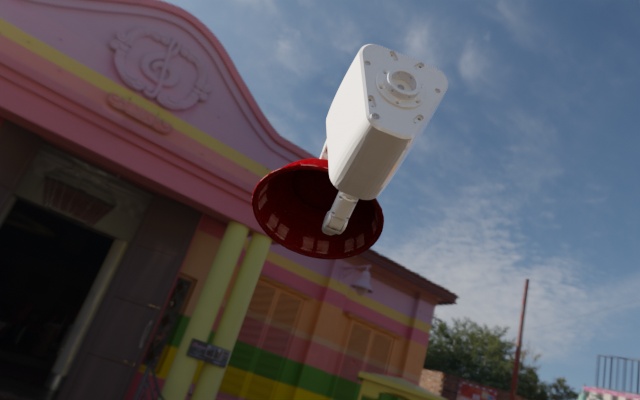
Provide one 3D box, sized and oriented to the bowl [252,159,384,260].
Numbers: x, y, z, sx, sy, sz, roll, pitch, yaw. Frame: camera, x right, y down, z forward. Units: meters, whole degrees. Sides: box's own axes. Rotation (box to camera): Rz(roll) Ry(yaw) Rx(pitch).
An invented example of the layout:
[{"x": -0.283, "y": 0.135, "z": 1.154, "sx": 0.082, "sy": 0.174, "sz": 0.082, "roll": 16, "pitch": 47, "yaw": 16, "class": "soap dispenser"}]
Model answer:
[{"x": -0.001, "y": 0.002, "z": 0.592, "sx": 0.162, "sy": 0.162, "sz": 0.055, "roll": 0, "pitch": 44, "yaw": 15, "class": "bowl"}]
